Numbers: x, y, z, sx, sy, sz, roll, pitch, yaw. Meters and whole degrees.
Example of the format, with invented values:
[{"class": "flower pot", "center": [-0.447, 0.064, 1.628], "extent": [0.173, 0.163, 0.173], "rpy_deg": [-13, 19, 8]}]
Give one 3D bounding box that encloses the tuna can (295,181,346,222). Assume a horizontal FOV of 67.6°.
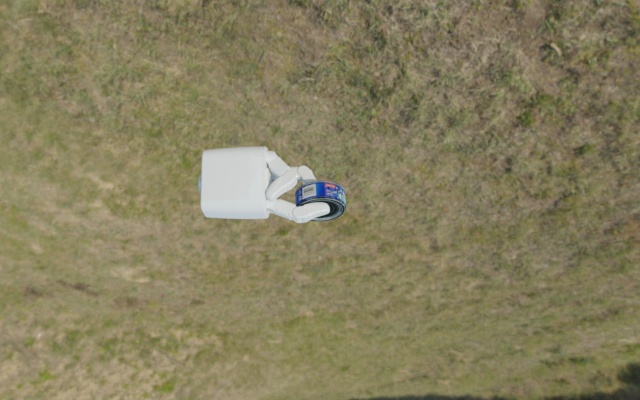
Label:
[{"class": "tuna can", "center": [0.000, 0.003, 0.806], "extent": [0.086, 0.033, 0.086], "rpy_deg": [-2, -29, -1]}]
